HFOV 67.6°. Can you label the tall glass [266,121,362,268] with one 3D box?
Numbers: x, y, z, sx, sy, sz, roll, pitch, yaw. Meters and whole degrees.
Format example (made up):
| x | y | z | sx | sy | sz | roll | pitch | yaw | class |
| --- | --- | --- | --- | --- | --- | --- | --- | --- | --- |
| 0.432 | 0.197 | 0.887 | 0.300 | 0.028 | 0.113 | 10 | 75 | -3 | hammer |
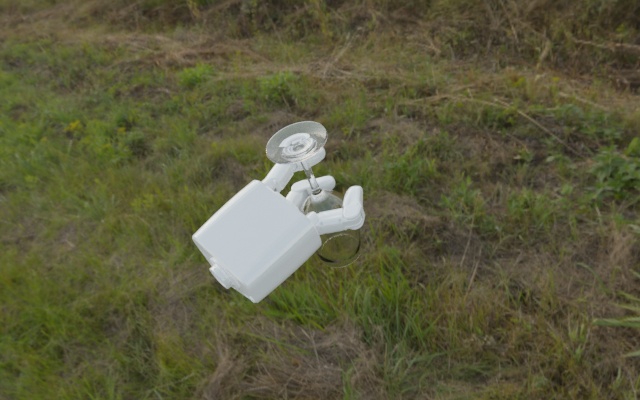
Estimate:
| x | y | z | sx | sy | sz | roll | pitch | yaw | class |
| --- | --- | --- | --- | --- | --- | --- | --- | --- | --- |
| 0.000 | 0.001 | 0.608 | 0.079 | 0.079 | 0.201 | 0 | -44 | 23 | tall glass |
